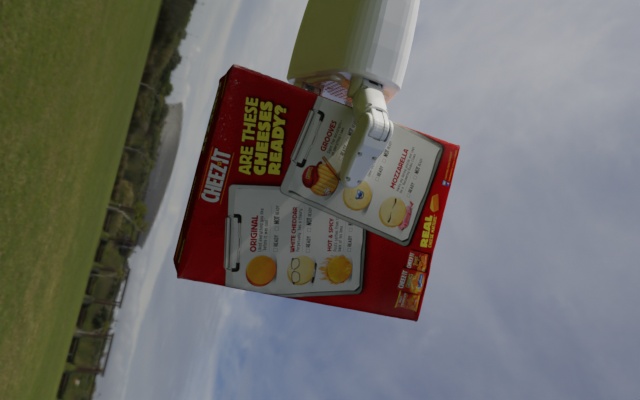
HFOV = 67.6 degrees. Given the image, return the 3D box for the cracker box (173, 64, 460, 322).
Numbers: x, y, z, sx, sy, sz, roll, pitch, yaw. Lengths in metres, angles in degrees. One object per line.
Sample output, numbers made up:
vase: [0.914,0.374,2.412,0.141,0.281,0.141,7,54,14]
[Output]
cracker box: [0.000,0.001,0.413,0.214,0.164,0.072,15,-2,-21]
